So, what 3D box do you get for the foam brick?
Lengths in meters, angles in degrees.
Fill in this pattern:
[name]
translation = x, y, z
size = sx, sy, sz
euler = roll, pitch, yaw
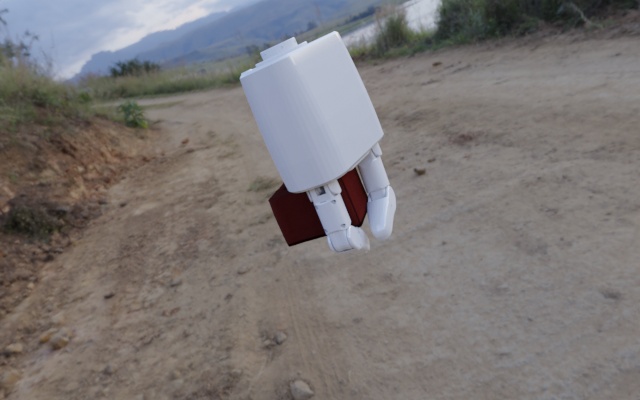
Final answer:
[foam brick]
translation = 0.000, 0.002, 0.453
size = 0.078, 0.051, 0.053
euler = -18, 18, 22
